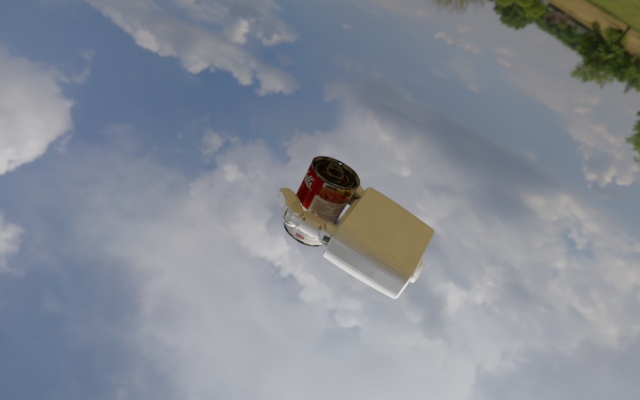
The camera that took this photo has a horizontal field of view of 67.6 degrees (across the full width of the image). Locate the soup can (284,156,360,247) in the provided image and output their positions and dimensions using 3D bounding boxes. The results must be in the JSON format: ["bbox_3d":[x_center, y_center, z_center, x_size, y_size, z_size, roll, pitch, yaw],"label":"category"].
[{"bbox_3d":[0.000,0.002,0.629,0.068,0.102,0.068,20,31,-13],"label":"soup can"}]
